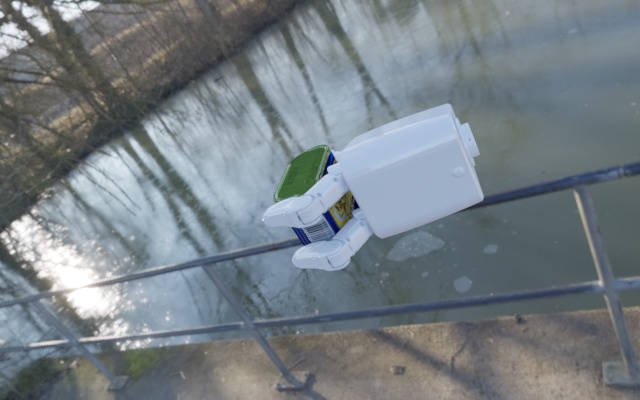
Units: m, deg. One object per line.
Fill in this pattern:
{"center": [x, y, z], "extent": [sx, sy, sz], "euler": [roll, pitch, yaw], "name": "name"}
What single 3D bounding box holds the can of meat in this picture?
{"center": [0.000, 0.001, 0.503], "extent": [0.057, 0.084, 0.102], "euler": [-19, 29, 23], "name": "can of meat"}
